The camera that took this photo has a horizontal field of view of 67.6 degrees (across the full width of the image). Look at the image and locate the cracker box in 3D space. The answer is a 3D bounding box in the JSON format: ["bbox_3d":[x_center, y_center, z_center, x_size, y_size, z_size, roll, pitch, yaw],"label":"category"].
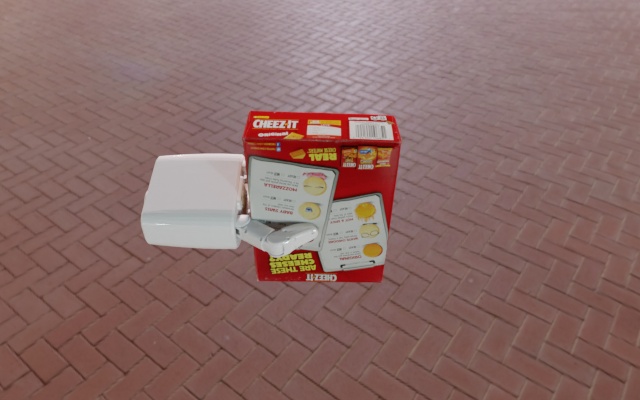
[{"bbox_3d":[0.000,0.002,0.569,0.164,0.214,0.072,1,39,0],"label":"cracker box"}]
